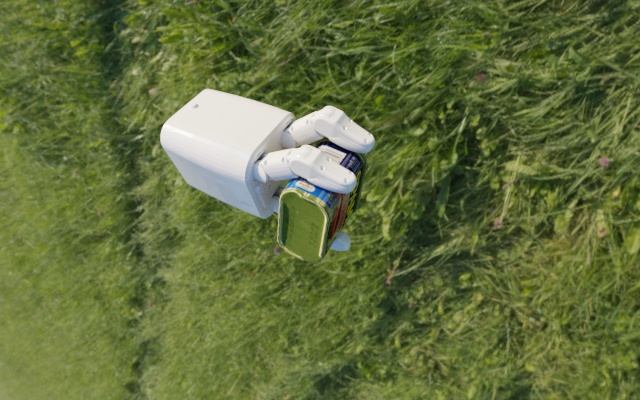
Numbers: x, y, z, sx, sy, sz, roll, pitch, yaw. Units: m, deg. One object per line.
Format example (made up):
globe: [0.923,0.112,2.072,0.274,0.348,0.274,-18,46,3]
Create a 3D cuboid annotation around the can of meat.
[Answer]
can of meat: [0.000,0.002,0.475,0.057,0.102,0.084,24,50,14]
